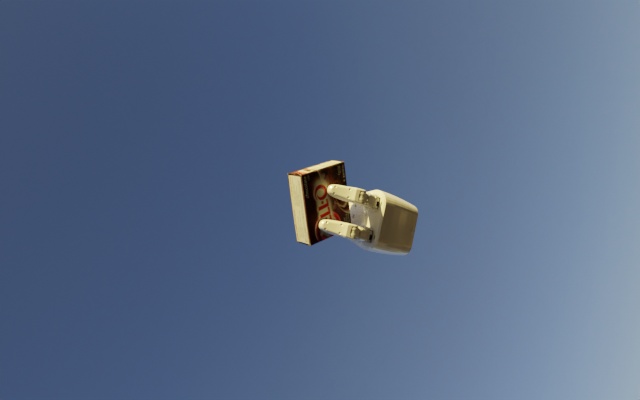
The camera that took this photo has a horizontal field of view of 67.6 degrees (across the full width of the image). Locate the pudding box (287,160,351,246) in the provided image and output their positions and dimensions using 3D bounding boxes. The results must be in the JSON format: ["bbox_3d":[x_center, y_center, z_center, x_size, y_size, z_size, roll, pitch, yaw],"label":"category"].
[{"bbox_3d":[0.000,0.002,0.733,0.090,0.113,0.039,-21,18,-40],"label":"pudding box"}]
